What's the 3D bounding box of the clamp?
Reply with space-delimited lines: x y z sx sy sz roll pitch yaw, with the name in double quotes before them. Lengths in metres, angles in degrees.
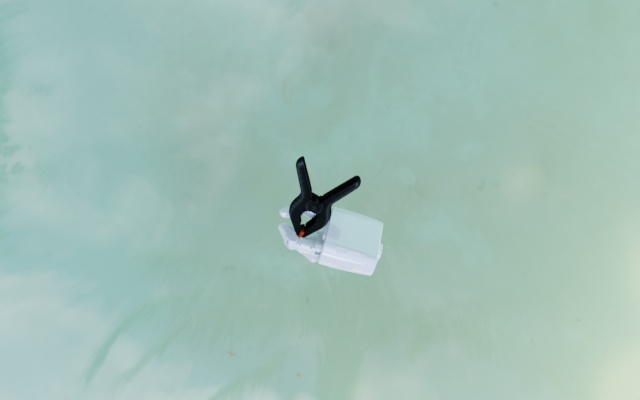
"clamp" 0.000 0.003 0.878 0.120 0.172 0.039 15 37 -1
